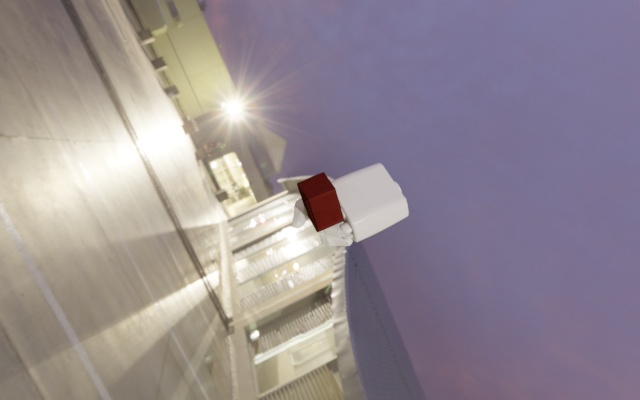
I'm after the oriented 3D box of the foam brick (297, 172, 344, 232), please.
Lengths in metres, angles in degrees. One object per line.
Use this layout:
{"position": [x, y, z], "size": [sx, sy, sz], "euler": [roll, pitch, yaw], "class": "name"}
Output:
{"position": [0.000, 0.002, 0.798], "size": [0.051, 0.078, 0.053], "euler": [-24, 42, -7], "class": "foam brick"}
